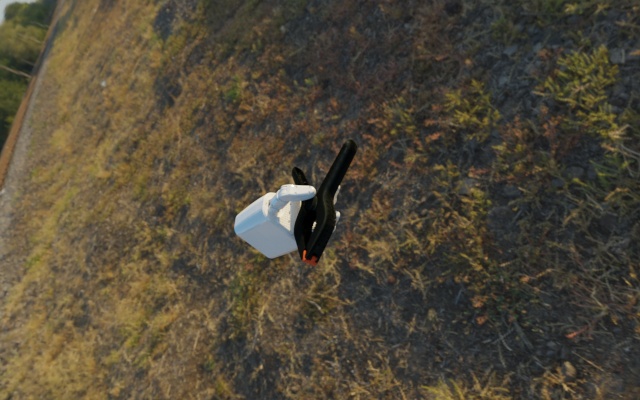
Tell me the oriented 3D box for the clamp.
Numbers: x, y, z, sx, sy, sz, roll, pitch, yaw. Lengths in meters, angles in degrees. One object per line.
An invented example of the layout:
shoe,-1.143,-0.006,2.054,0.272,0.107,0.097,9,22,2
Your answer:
clamp,-0.001,0.003,0.801,0.036,0.209,0.164,23,-36,-32
